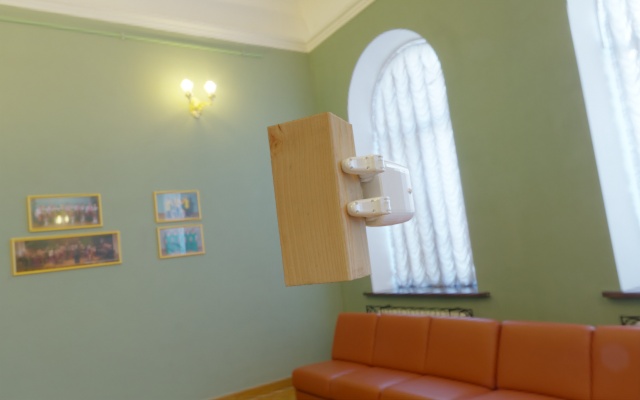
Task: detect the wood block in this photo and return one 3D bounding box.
[{"bbox_3d":[0.000,0.002,0.627,0.091,0.206,0.090,-10,-7,24],"label":"wood block"}]
